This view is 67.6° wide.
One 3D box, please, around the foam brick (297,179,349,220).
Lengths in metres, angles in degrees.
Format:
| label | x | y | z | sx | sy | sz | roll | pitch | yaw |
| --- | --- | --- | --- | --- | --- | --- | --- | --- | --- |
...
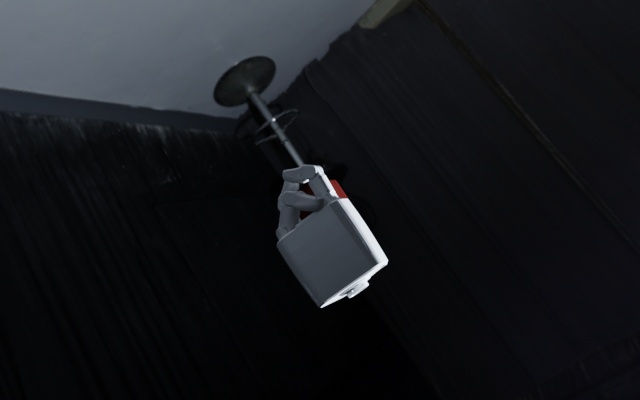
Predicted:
| label | x | y | z | sx | sy | sz | roll | pitch | yaw |
| --- | --- | --- | --- | --- | --- | --- | --- | --- | --- |
| foam brick | 0.000 | 0.002 | 0.720 | 0.053 | 0.051 | 0.078 | -41 | -17 | 23 |
